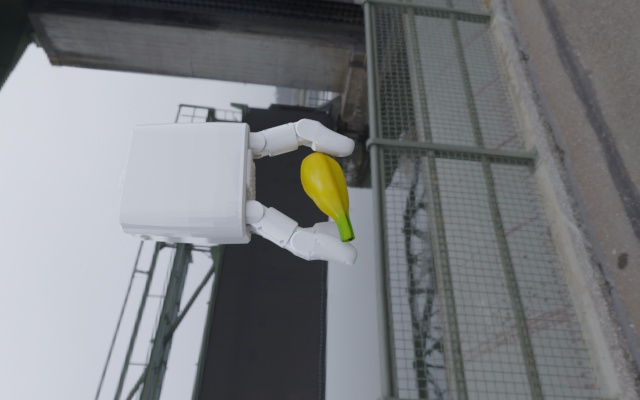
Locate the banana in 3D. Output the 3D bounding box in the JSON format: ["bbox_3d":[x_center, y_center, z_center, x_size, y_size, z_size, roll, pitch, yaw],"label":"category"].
[{"bbox_3d":[-0.001,-0.016,0.487,0.037,0.070,0.197,-4,12,-5],"label":"banana"}]
